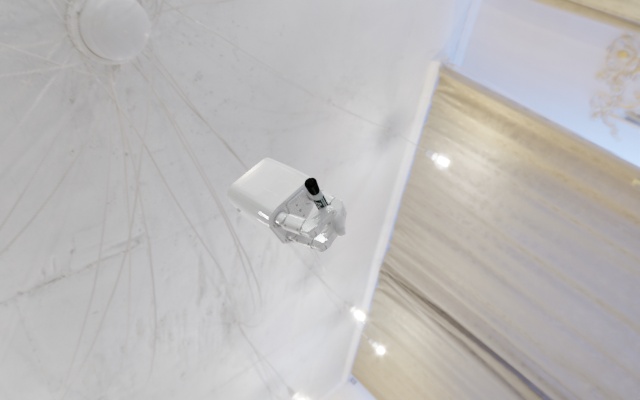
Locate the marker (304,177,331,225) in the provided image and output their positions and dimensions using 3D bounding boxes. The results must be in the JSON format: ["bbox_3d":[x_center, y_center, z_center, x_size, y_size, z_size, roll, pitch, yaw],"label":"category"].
[{"bbox_3d":[0.000,0.002,0.720,0.020,0.020,0.121,0,-30,18],"label":"marker"}]
